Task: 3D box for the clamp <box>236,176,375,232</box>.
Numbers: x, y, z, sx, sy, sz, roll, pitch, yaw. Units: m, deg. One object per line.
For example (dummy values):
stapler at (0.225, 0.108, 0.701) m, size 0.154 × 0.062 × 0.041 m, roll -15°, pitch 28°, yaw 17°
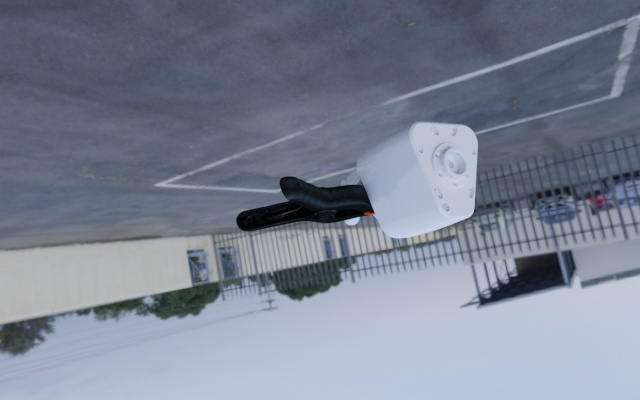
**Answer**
clamp at (0.000, 0.002, 0.545) m, size 0.171 × 0.039 × 0.120 m, roll -7°, pitch -12°, yaw -28°
